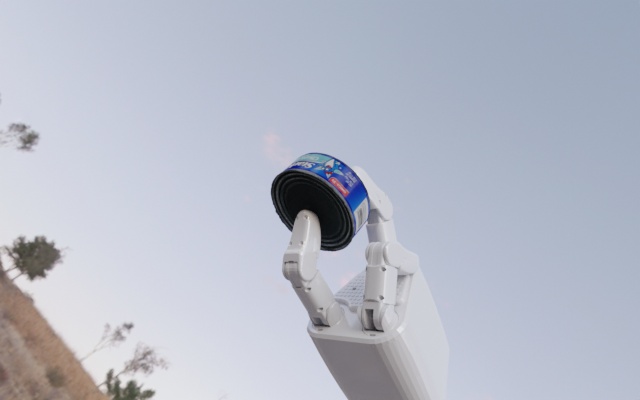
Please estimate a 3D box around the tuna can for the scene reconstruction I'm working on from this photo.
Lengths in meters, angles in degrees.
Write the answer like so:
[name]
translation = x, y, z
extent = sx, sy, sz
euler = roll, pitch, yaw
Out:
[tuna can]
translation = 0.000, 0.001, 0.420
extent = 0.086, 0.086, 0.033
euler = 0, 34, 41
